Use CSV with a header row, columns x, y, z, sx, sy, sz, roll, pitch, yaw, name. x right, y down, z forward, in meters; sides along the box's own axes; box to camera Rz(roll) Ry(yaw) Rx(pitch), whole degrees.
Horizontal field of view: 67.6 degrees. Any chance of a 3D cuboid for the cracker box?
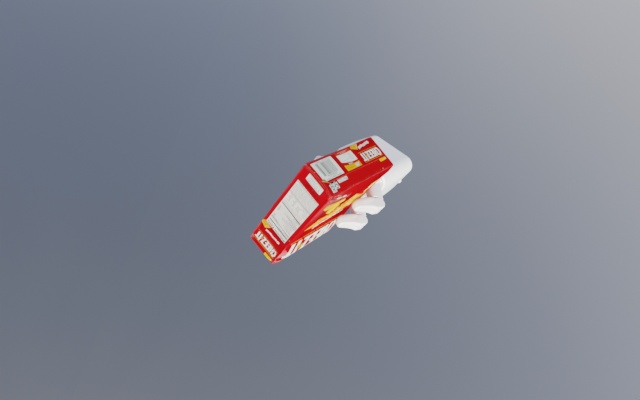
x,y,z,sx,sy,sz,roll,pitch,yaw,name
0.000,0.002,0.792,0.164,0.072,0.214,-27,-15,-43,cracker box
